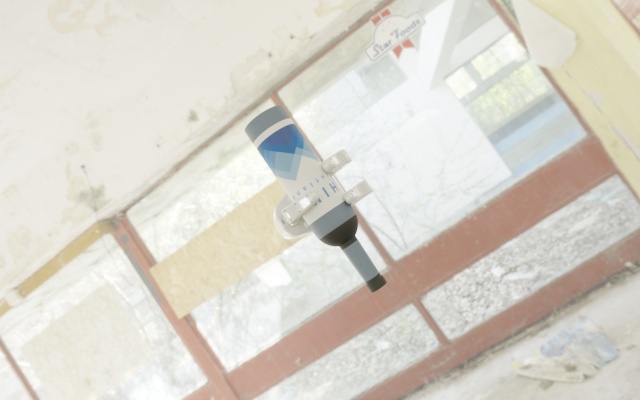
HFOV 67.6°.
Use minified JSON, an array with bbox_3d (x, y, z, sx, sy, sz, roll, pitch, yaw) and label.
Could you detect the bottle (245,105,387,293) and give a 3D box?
[{"bbox_3d":[0.000,0.002,0.685,0.069,0.295,0.069,-34,-4,-2],"label":"bottle"}]
